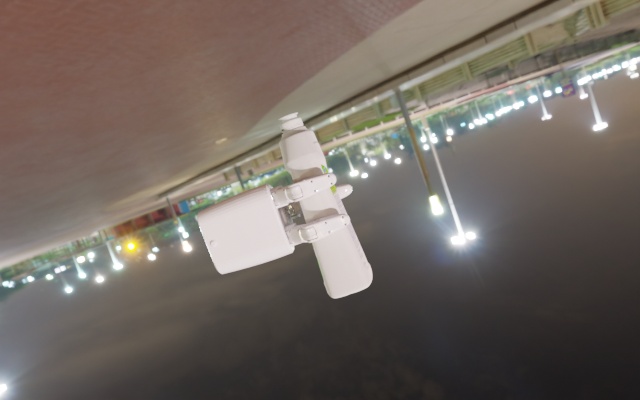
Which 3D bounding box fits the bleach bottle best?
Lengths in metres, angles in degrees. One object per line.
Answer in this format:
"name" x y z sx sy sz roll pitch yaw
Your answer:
"bleach bottle" 0.000 0.002 0.664 0.068 0.251 0.102 -20 5 5
